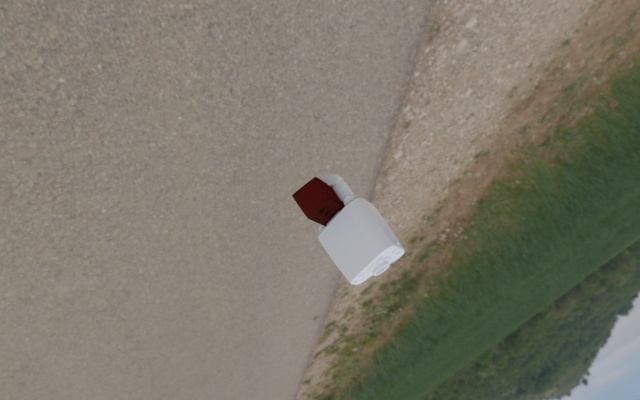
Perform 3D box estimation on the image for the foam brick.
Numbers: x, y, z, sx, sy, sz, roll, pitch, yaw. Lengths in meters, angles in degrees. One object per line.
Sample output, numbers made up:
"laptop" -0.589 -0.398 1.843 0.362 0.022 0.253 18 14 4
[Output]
"foam brick" 0.000 0.003 0.810 0.053 0.051 0.078 -40 -25 12
